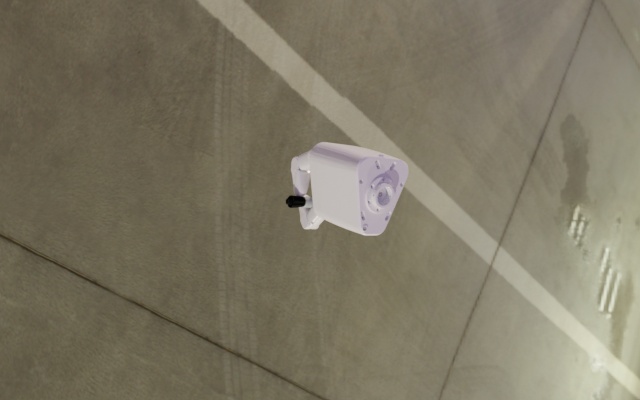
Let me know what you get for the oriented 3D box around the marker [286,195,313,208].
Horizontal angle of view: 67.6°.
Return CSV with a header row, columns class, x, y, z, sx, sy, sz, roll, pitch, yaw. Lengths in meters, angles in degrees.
class,x,y,z,sx,sy,sz,roll,pitch,yaw
marker,0.000,0.002,0.738,0.121,0.020,0.020,1,-1,-35
